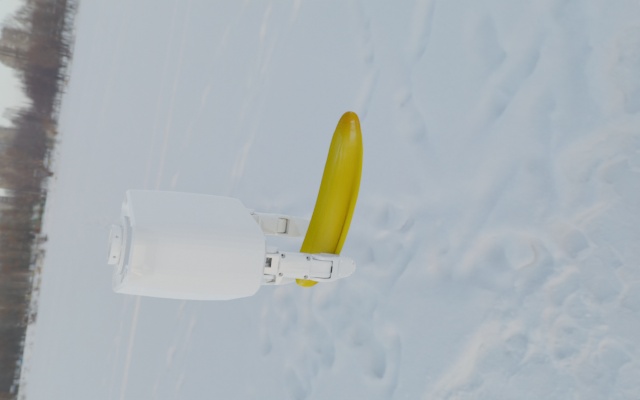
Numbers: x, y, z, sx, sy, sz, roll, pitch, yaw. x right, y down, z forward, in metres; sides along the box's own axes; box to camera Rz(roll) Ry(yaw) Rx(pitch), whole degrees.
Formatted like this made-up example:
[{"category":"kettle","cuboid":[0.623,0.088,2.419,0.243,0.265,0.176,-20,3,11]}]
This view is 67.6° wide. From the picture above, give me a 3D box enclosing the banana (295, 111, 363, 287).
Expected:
[{"category":"banana","cuboid":[0.005,0.013,0.468,0.037,0.198,0.069,8,24,-26]}]
